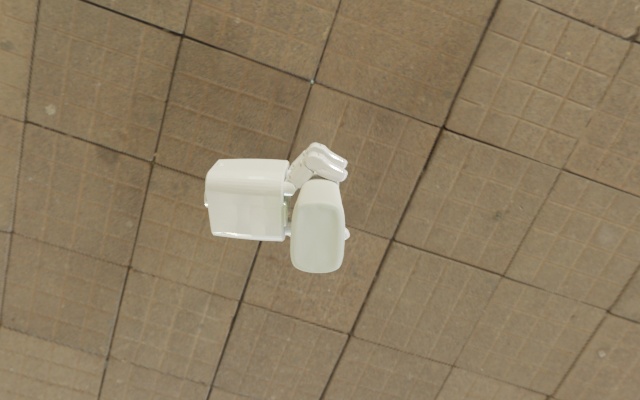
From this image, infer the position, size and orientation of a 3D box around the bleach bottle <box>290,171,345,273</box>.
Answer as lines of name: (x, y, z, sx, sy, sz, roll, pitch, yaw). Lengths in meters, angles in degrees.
bleach bottle: (0.000, 0.002, 0.700, 0.068, 0.103, 0.250, 3, 20, 1)
